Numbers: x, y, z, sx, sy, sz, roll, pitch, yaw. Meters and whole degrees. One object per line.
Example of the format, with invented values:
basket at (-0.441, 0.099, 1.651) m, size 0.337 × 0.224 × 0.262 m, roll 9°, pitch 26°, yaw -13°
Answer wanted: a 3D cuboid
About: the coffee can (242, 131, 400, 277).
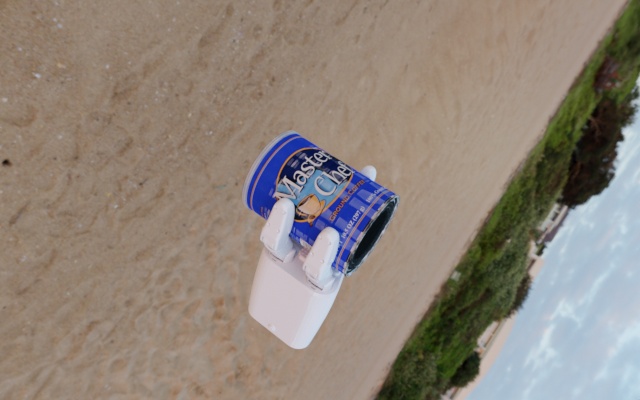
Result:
coffee can at (0.000, 0.001, 0.524) m, size 0.140 × 0.103 × 0.103 m, roll 33°, pitch 11°, yaw 17°
